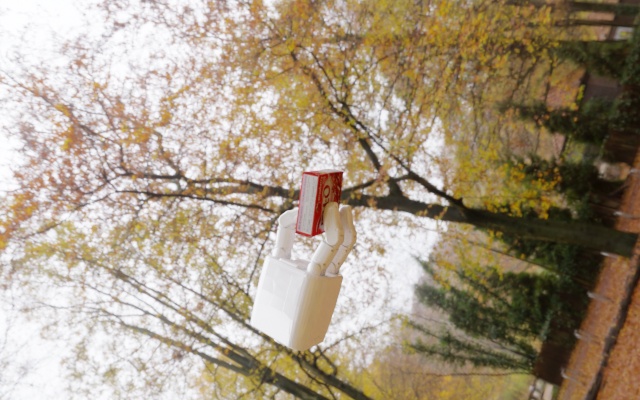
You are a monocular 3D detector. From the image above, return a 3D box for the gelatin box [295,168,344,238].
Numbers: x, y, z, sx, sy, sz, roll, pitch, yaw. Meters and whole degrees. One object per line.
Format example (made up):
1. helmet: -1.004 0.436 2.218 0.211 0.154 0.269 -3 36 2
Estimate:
1. gelatin box: 0.000 0.002 0.671 0.030 0.089 0.073 13 13 28
